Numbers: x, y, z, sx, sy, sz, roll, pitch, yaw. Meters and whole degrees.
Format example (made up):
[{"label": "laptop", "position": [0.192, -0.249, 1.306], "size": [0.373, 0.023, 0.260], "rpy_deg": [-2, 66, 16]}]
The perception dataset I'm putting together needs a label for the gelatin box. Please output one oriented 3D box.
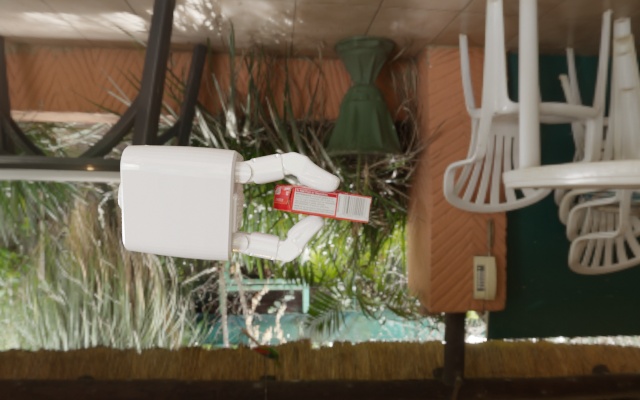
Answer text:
[{"label": "gelatin box", "position": [0.000, 0.002, 0.513], "size": [0.089, 0.030, 0.073], "rpy_deg": [9, 0, -17]}]
